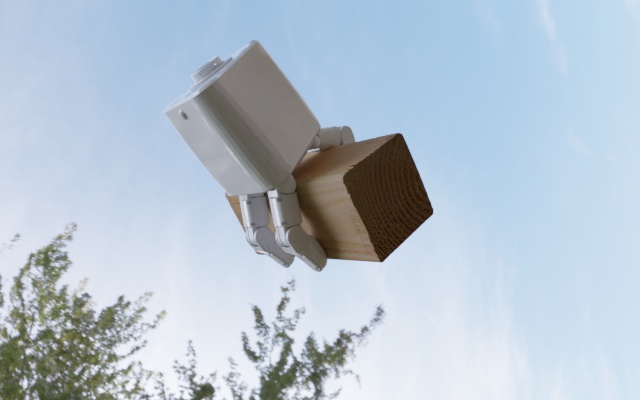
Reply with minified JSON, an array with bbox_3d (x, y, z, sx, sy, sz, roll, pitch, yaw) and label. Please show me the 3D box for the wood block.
[{"bbox_3d":[0.000,0.001,0.505,0.090,0.090,0.206,-37,20,-34],"label":"wood block"}]
